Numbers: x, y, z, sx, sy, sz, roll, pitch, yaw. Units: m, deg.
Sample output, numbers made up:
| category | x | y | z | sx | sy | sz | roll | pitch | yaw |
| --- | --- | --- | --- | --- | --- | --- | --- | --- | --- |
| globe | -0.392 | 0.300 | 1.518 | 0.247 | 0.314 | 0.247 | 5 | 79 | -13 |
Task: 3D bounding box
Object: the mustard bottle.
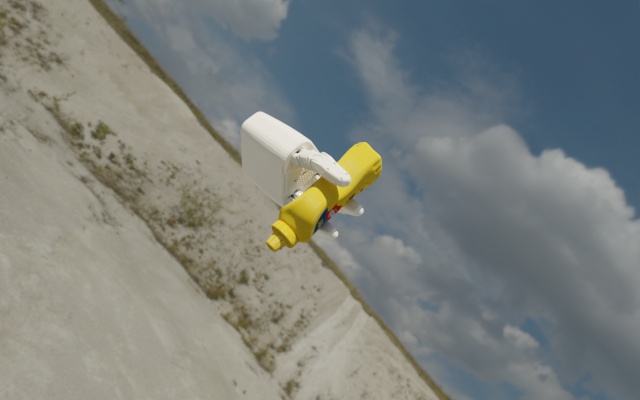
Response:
| category | x | y | z | sx | sy | sz | roll | pitch | yaw |
| --- | --- | --- | --- | --- | --- | --- | --- | --- | --- |
| mustard bottle | 0.001 | 0.002 | 0.665 | 0.191 | 0.058 | 0.096 | -41 | -8 | -20 |
